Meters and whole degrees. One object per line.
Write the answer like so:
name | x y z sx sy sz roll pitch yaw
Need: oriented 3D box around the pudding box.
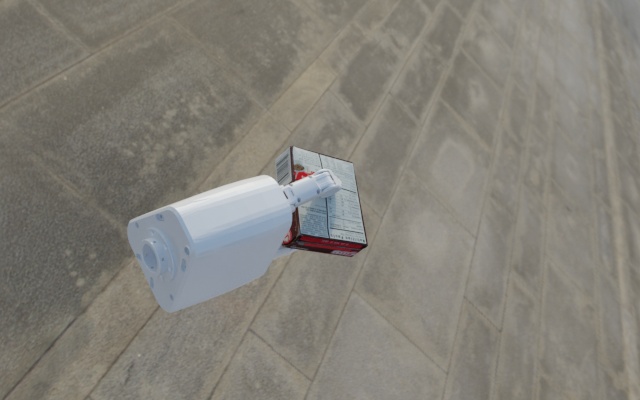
pudding box | 0.000 0.002 0.526 0.090 0.113 0.039 13 -33 -32
